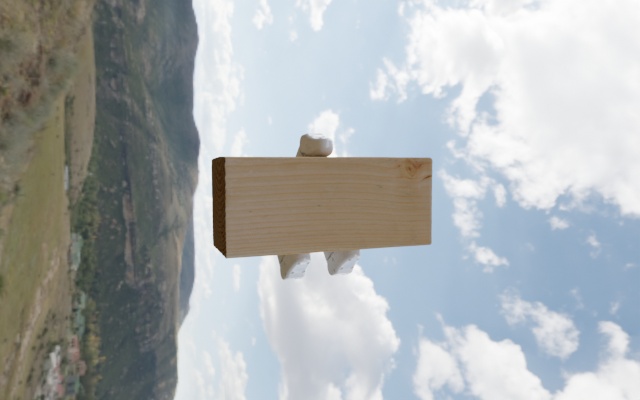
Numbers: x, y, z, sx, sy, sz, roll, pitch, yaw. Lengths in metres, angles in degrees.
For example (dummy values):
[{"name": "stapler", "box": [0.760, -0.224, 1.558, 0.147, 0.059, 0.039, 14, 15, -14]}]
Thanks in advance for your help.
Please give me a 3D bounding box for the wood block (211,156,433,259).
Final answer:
[{"name": "wood block", "box": [0.000, 0.001, 0.483, 0.206, 0.091, 0.090, -2, 4, -20]}]
